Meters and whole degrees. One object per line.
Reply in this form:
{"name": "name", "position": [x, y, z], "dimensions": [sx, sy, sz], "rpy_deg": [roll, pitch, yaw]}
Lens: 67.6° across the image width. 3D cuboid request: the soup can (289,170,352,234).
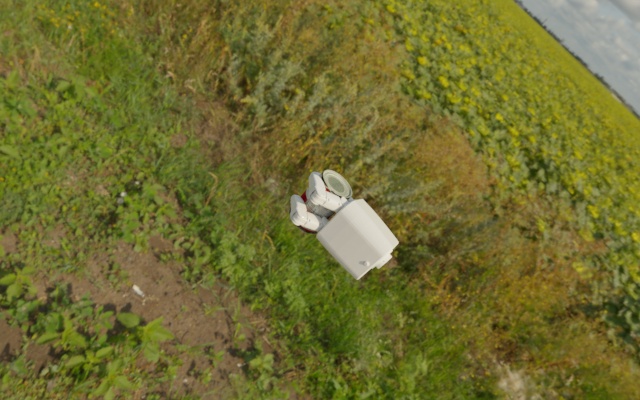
{"name": "soup can", "position": [0.000, 0.002, 0.851], "dimensions": [0.068, 0.068, 0.102], "rpy_deg": [0, -39, -49]}
